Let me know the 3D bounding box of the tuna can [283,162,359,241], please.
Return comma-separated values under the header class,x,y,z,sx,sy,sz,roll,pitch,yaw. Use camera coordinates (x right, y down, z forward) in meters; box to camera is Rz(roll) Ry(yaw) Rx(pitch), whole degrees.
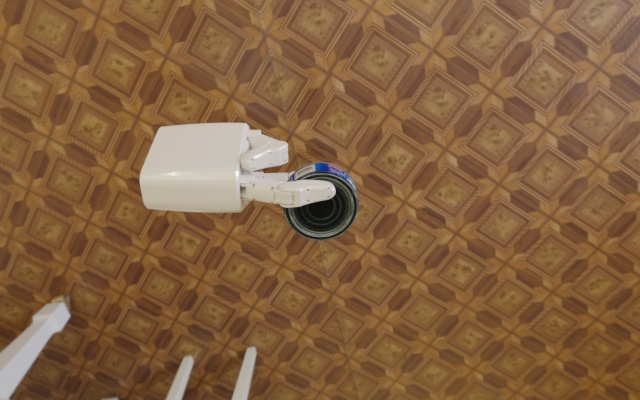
class,x,y,z,sx,sy,sz,roll,pitch,yaw
tuna can,0.000,0.002,0.544,0.086,0.086,0.033,0,24,-3
